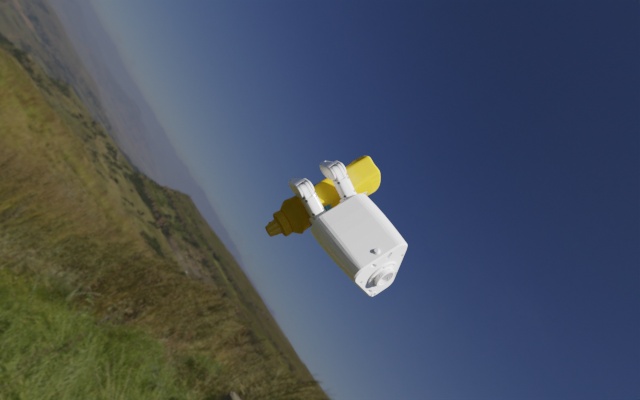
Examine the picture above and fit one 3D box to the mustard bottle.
[{"bbox_3d":[0.000,0.002,0.752,0.191,0.058,0.096,-30,-10,-14],"label":"mustard bottle"}]
